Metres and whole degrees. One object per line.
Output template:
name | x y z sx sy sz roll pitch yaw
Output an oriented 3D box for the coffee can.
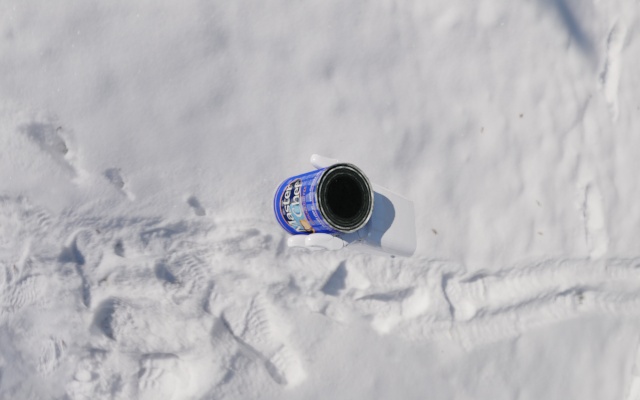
coffee can | 0.000 0.002 0.743 0.103 0.103 0.140 0 -6 -32
